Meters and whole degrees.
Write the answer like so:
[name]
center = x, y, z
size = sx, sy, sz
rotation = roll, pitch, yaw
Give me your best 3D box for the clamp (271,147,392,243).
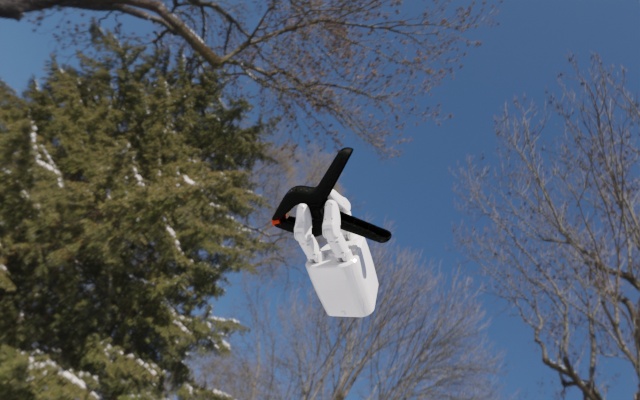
[clamp]
center = 0.000, 0.002, 0.787
size = 0.210, 0.164, 0.036
rotation = -7, 21, 33
